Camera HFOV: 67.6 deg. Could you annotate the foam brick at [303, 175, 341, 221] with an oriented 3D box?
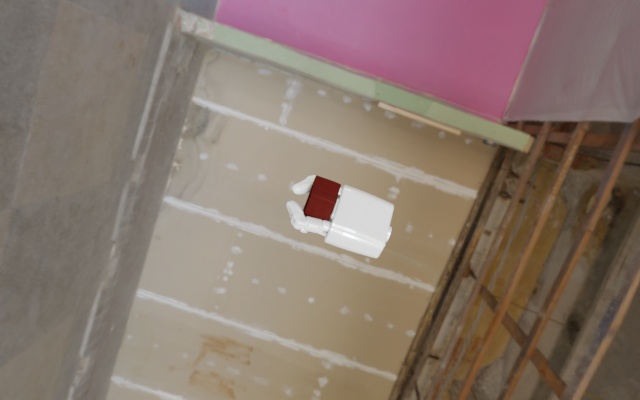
[{"bbox_3d":[0.000,0.003,0.886,0.051,0.078,0.053,20,44,-2],"label":"foam brick"}]
